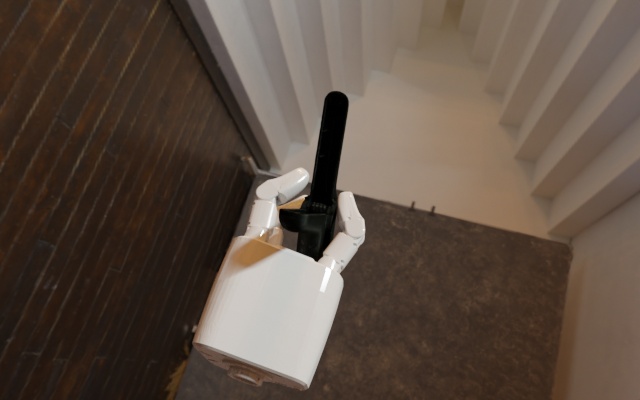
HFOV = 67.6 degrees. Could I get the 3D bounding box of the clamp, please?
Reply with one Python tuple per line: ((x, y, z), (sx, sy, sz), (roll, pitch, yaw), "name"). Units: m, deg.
((0.001, 0.002, 0.506), (0.036, 0.164, 0.210), (13, -29, 10), "clamp")
